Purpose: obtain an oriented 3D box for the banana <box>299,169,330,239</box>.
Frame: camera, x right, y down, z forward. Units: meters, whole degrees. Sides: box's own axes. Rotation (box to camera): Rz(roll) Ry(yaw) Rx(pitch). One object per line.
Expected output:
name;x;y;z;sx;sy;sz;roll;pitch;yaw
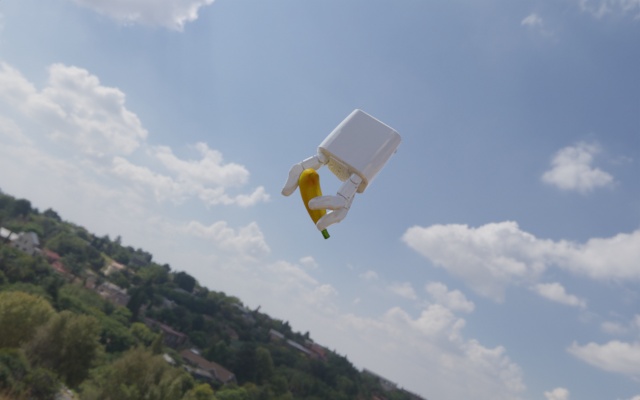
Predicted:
banana;-0.010;-0.007;0.855;0.037;0.069;0.198;-34;-33;-12
